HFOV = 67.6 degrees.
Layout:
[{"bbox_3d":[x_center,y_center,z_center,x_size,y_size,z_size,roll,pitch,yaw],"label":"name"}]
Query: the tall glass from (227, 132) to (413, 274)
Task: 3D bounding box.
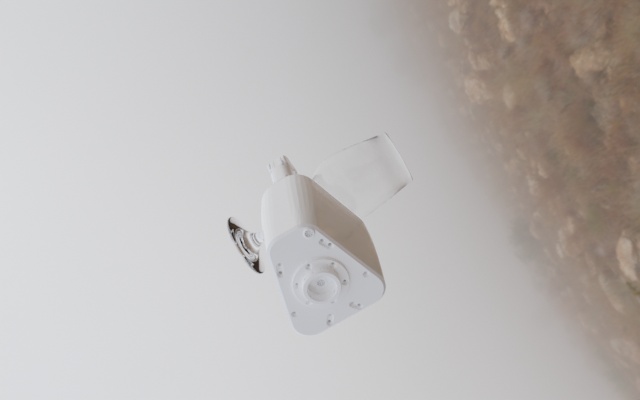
[{"bbox_3d":[-0.001,0.002,0.533,0.201,0.079,0.079,-30,-4,7],"label":"tall glass"}]
